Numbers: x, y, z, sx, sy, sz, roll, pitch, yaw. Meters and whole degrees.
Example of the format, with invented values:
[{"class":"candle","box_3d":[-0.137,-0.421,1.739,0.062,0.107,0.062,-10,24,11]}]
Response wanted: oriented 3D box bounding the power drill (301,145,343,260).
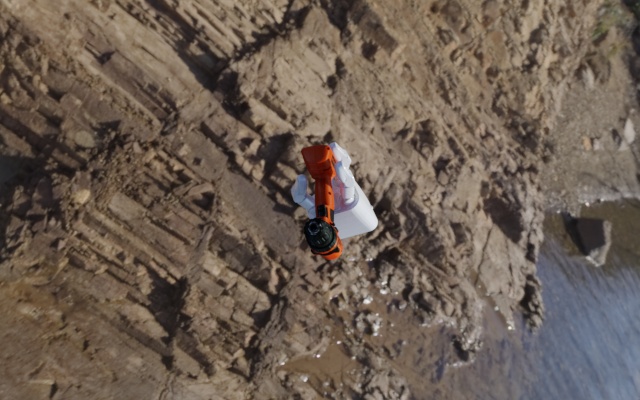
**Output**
[{"class":"power drill","box_3d":[0.000,0.002,0.835,0.057,0.187,0.184,-5,-17,7]}]
